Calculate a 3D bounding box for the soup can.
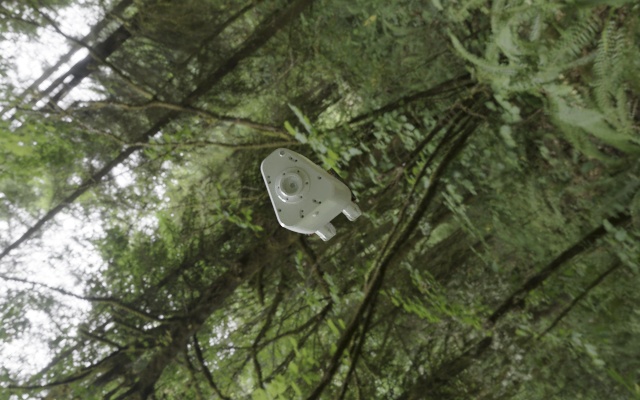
[{"bbox_3d":[0.000,0.003,0.799,0.102,0.068,0.068,-39,-6,8],"label":"soup can"}]
